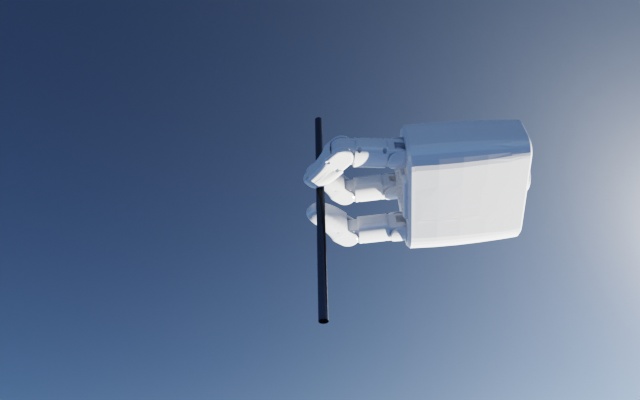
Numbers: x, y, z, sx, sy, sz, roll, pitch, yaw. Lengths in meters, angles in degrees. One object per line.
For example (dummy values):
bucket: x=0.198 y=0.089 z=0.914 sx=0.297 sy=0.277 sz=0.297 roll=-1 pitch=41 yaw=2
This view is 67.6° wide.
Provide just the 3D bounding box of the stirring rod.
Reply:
stirring rod: x=0.000 y=0.001 z=0.437 sx=0.011 sy=0.239 sz=0.011 roll=-1 pitch=-42 yaw=-1
